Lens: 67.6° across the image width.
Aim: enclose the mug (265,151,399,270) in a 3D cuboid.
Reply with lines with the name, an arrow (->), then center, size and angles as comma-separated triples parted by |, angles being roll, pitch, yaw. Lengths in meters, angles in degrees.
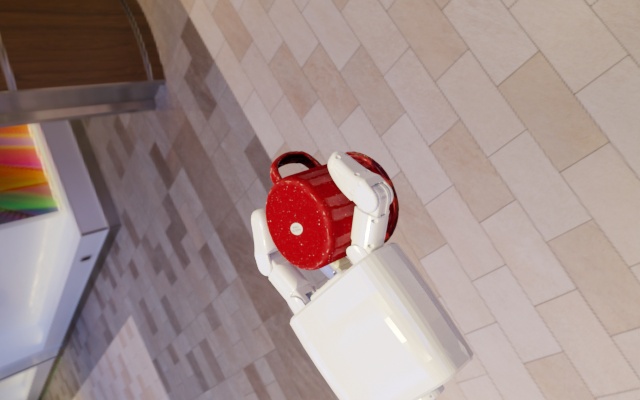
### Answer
mug -> -0.001, 0.000, 0.420 | 0.081, 0.117, 0.093 | -20, -24, -42
